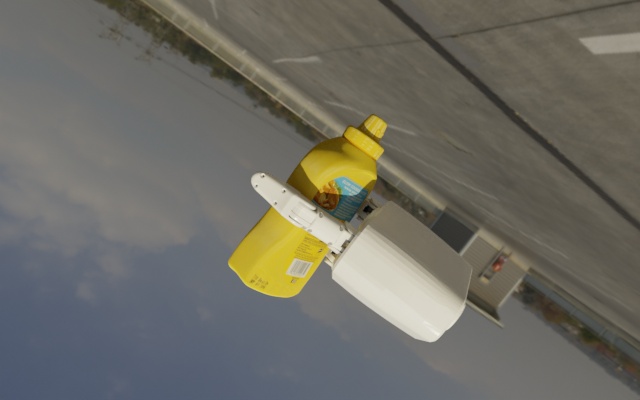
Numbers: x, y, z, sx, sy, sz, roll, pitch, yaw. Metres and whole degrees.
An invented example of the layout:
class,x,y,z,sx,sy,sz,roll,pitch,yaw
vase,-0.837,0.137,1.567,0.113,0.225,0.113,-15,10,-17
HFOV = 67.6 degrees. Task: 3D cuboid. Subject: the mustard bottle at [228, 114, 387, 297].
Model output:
class,x,y,z,sx,sy,sz,roll,pitch,yaw
mustard bottle,0.000,0.001,0.455,0.058,0.191,0.096,41,8,34
